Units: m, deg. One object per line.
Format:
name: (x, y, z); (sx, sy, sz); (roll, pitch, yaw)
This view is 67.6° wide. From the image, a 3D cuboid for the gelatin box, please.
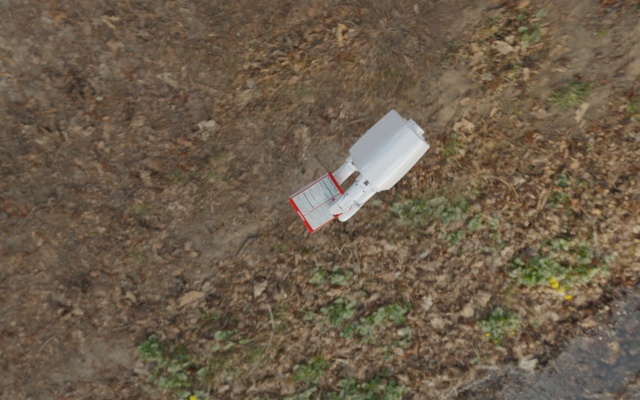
gelatin box: (0.000, 0.003, 0.838); (0.089, 0.073, 0.030); (-32, 11, 8)
